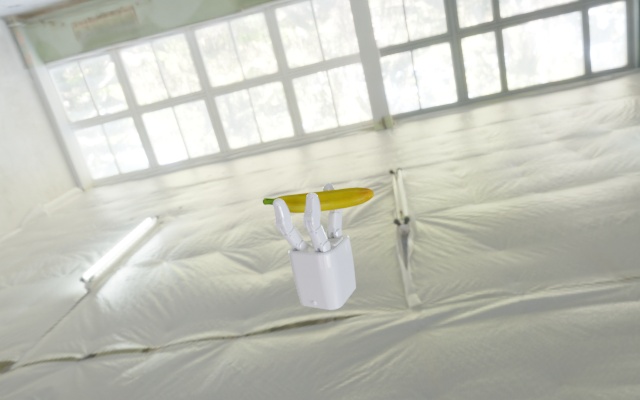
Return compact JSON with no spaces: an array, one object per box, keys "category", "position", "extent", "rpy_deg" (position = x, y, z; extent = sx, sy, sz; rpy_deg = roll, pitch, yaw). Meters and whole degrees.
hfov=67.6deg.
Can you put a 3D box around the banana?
[{"category":"banana","position":[0.002,0.002,0.844],"extent":[0.198,0.037,0.069],"rpy_deg":[-6,3,16]}]
